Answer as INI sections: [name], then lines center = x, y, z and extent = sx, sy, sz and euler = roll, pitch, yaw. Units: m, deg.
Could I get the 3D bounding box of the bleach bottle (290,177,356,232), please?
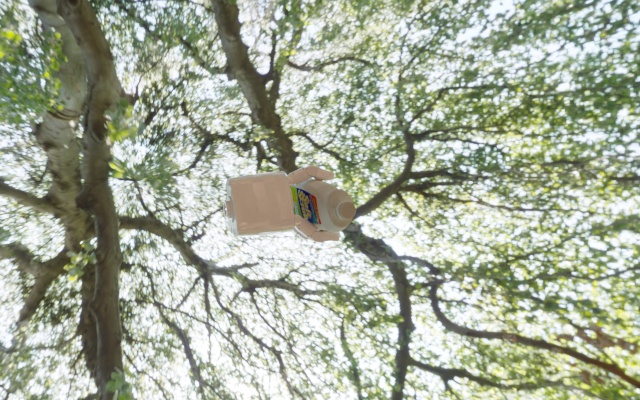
[bleach bottle]
center = 0.000, 0.003, 0.896
extent = 0.068, 0.102, 0.251
euler = -6, 4, -21
